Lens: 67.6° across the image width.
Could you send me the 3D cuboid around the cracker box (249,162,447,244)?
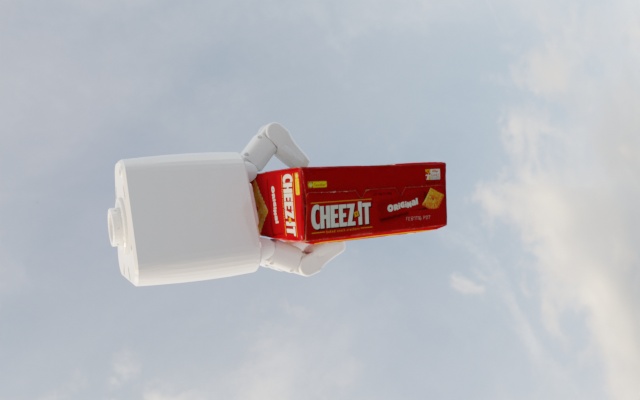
[{"bbox_3d":[0.000,0.001,0.510,0.164,0.072,0.213,-5,2,-31],"label":"cracker box"}]
